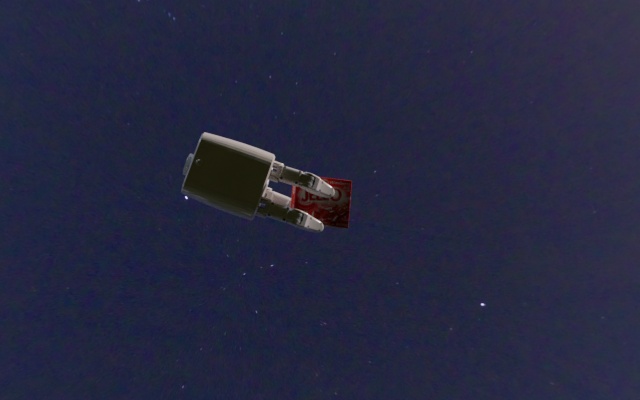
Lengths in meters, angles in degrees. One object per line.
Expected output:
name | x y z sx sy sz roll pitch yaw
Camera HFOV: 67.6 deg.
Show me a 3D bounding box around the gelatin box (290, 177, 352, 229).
gelatin box | 0.000 0.002 0.720 0.089 0.073 0.030 7 -8 -16
